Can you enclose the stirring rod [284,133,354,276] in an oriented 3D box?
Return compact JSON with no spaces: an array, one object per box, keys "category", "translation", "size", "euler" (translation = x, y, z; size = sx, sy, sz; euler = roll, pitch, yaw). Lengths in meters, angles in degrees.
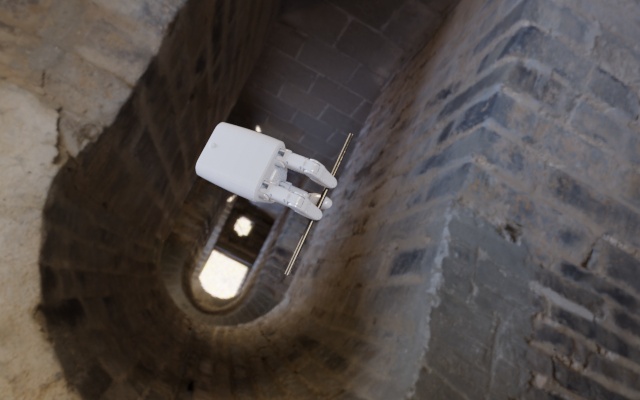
[{"category":"stirring rod","translation":[0.000,0.002,0.722],"size":[0.011,0.239,0.011],"euler":[23,-14,6]}]
